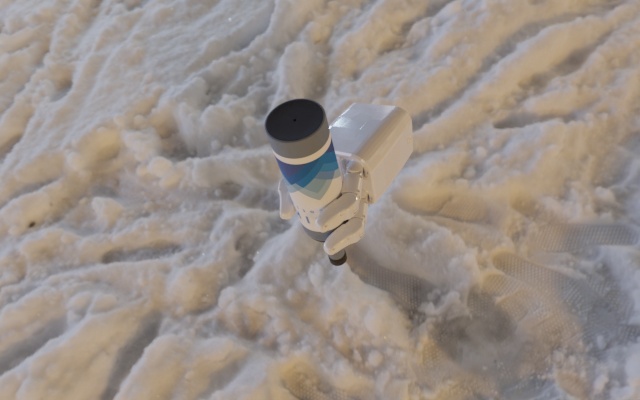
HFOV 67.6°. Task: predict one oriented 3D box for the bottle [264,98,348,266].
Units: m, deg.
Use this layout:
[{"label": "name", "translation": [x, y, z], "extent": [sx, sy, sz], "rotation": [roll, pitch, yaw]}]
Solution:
[{"label": "bottle", "translation": [0.000, 0.002, 0.615], "extent": [0.069, 0.069, 0.296], "rotation": [0, -36, 13]}]
